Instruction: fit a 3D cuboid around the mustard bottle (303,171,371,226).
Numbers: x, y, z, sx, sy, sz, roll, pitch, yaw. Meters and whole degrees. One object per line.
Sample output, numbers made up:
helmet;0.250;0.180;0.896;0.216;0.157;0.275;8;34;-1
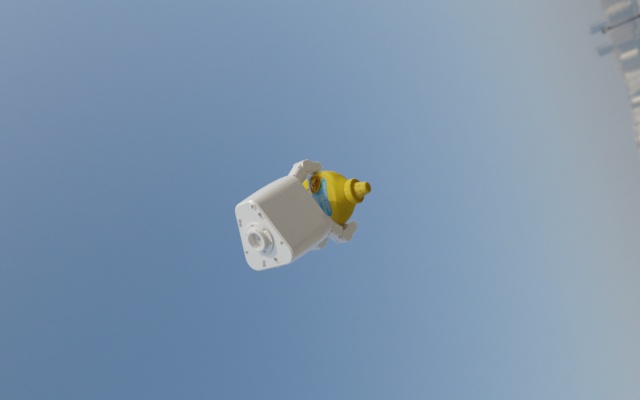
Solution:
mustard bottle;0.000;0.003;0.799;0.191;0.096;0.058;-18;-14;36
